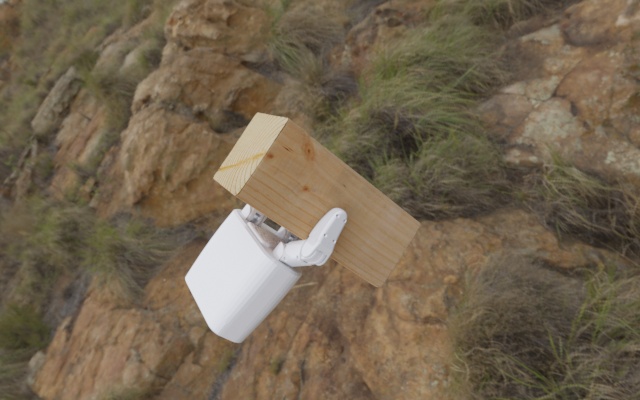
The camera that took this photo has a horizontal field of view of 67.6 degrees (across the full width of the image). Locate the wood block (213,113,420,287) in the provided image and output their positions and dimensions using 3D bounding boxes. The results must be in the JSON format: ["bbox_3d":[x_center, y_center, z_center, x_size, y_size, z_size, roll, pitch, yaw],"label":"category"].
[{"bbox_3d":[0.000,0.002,0.530,0.206,0.090,0.091,35,-4,-30],"label":"wood block"}]
